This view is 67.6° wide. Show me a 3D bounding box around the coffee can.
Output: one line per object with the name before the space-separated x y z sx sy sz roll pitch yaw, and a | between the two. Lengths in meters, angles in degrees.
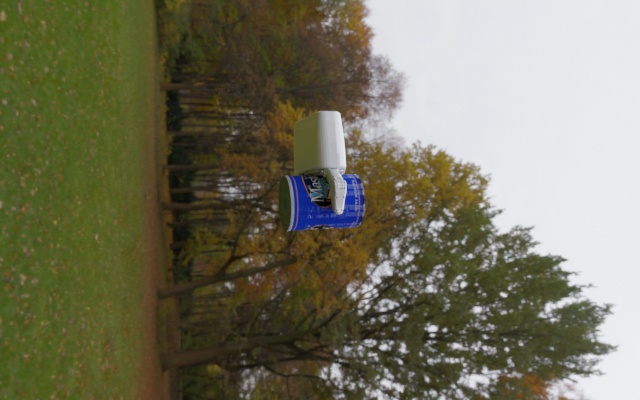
coffee can | 0.000 0.003 0.894 0.140 0.103 0.103 -2 1 -17
